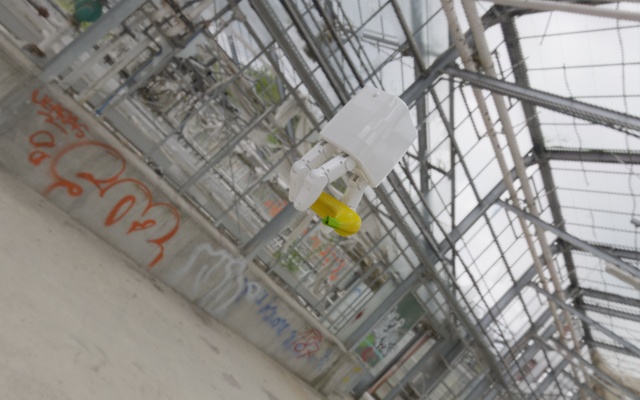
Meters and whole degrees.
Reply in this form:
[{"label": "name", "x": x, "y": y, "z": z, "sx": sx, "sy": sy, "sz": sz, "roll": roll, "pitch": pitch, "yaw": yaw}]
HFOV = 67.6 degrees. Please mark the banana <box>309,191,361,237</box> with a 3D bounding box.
[{"label": "banana", "x": 0.015, "y": 0.014, "z": 0.676, "sx": 0.070, "sy": 0.037, "sz": 0.197, "roll": 37, "pitch": 1, "yaw": -18}]
